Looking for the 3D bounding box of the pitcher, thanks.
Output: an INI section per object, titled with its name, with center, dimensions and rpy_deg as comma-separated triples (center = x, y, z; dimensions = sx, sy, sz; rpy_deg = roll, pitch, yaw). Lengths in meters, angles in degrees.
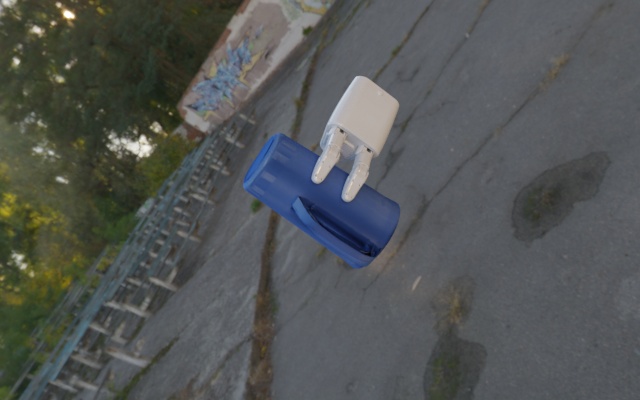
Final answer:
[pitcher]
center = 0.000, 0.002, 0.776
dimensions = 0.243, 0.145, 0.149
rpy_deg = 33, -19, -15
